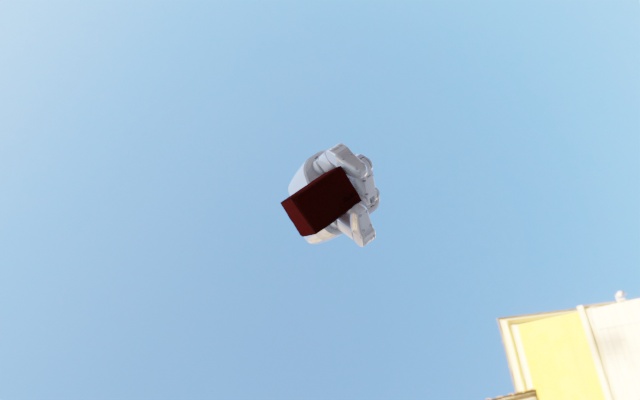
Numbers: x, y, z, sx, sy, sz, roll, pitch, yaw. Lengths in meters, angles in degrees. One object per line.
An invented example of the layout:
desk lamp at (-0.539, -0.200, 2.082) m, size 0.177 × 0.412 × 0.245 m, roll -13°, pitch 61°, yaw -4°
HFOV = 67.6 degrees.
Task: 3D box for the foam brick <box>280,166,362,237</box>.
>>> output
foam brick at (0.000, 0.002, 0.587) m, size 0.078 × 0.053 × 0.051 m, roll -34°, pitch 6°, yaw -23°
